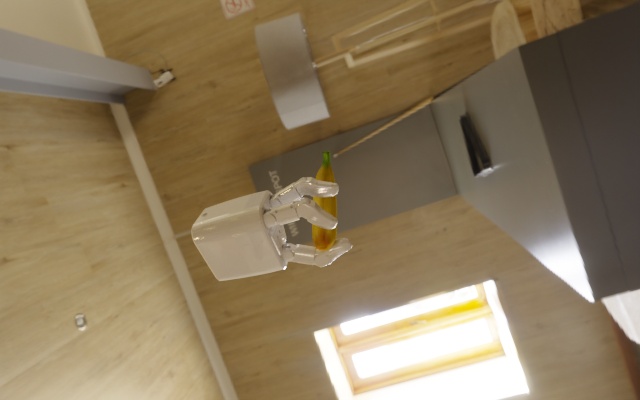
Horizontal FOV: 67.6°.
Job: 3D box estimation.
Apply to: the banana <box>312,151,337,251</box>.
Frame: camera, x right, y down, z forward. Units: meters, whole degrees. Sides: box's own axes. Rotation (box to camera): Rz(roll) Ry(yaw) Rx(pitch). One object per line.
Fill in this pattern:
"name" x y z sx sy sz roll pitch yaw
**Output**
"banana" 0.004 0.013 0.728 0.037 0.197 0.070 -9 -45 9
